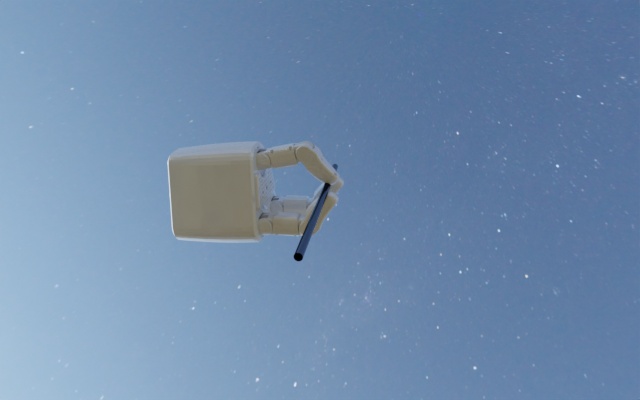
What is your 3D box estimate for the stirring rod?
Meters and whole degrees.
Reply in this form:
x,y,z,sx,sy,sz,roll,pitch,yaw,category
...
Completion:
x,y,z,sx,sy,sz,roll,pitch,yaw,category
0.000,0.002,0.502,0.011,0.011,0.239,0,22,9,stirring rod
